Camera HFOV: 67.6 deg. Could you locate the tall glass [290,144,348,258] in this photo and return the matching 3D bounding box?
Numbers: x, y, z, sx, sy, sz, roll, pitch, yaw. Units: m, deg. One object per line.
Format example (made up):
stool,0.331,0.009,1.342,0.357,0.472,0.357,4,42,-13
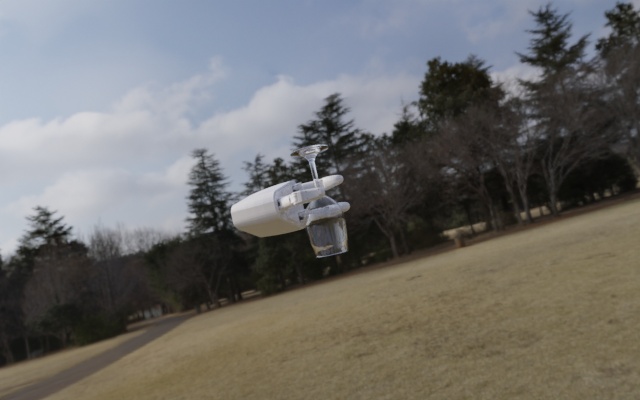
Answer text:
tall glass,0.000,0.002,0.889,0.079,0.201,0.079,-13,-6,-1
